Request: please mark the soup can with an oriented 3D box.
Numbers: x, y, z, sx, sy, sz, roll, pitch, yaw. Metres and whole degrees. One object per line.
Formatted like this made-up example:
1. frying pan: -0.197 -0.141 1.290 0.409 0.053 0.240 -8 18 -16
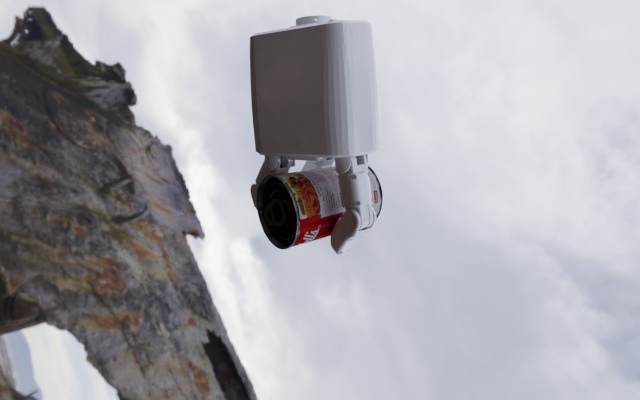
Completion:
1. soup can: 0.000 0.002 0.454 0.102 0.068 0.068 -13 8 -35
